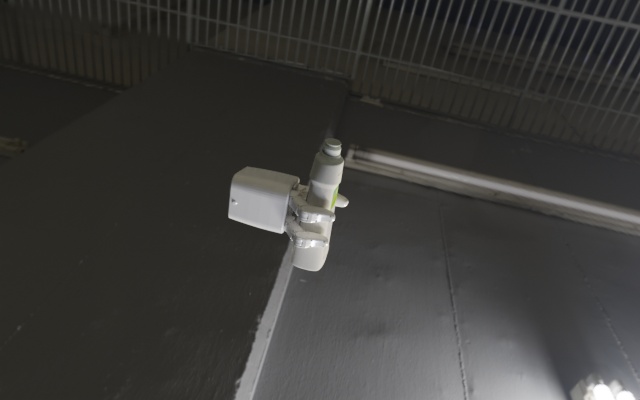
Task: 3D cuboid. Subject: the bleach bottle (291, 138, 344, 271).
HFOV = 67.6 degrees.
[{"bbox_3d":[0.000,0.003,0.868,0.068,0.251,0.102,14,31,3],"label":"bleach bottle"}]
